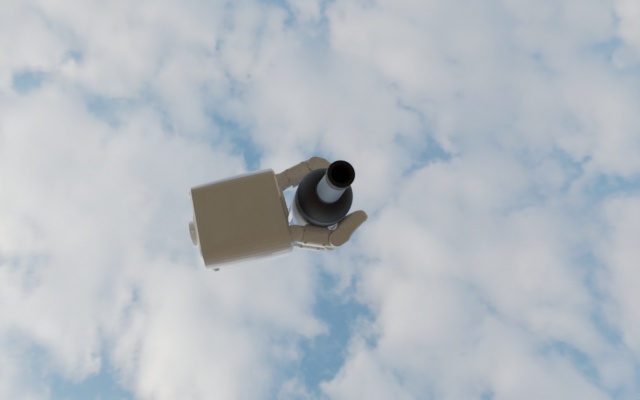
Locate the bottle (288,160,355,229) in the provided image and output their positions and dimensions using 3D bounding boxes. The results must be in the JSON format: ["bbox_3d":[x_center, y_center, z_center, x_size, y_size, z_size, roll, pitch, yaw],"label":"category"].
[{"bbox_3d":[0.000,0.002,0.593,0.069,0.069,0.296,0,-11,-8],"label":"bottle"}]
